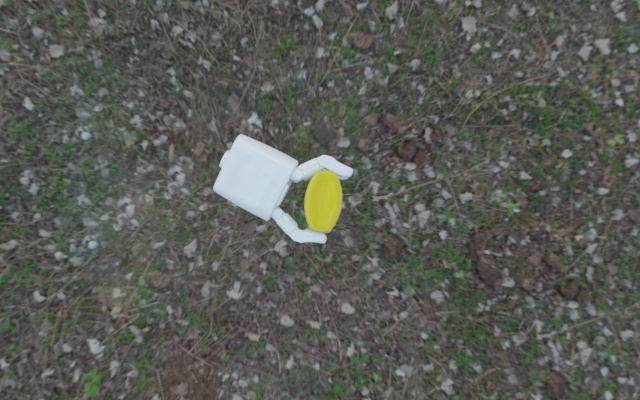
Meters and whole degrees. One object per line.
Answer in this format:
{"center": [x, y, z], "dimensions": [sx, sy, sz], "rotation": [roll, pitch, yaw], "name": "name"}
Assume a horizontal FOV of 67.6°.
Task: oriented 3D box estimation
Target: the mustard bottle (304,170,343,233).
{"center": [0.000, 0.003, 0.820], "dimensions": [0.058, 0.096, 0.191], "rotation": [4, -1, -3], "name": "mustard bottle"}
